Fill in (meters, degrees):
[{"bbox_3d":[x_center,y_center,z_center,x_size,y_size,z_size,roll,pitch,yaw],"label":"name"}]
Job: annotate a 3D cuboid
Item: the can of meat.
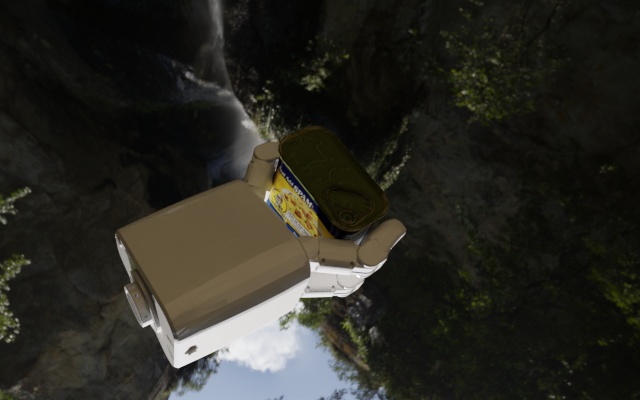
[{"bbox_3d":[0.000,0.001,0.418,0.057,0.102,0.084,-27,-21,-31],"label":"can of meat"}]
